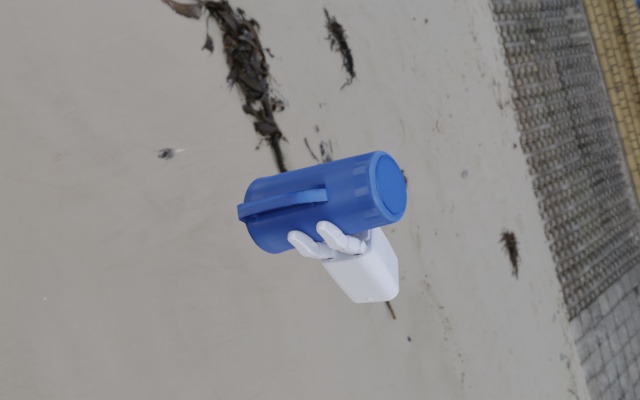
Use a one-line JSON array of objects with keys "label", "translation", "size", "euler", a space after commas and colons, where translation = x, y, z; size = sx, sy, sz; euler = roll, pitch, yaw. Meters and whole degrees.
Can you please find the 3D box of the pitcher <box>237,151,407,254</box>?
[{"label": "pitcher", "translation": [0.000, 0.003, 0.743], "size": [0.243, 0.145, 0.149], "euler": [-14, 33, 34]}]
